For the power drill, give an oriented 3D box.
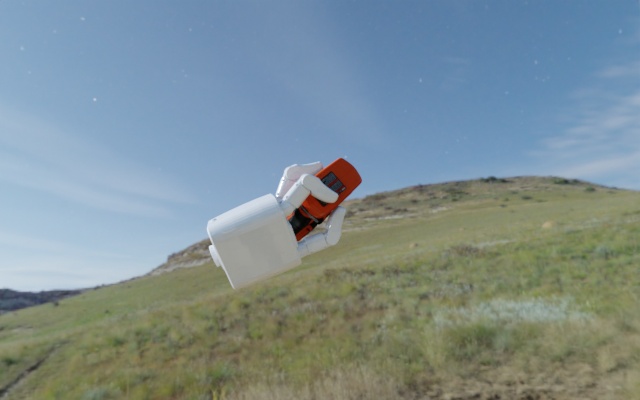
[{"bbox_3d":[0.000,0.003,0.791,0.184,0.057,0.188,-42,-5,-27],"label":"power drill"}]
